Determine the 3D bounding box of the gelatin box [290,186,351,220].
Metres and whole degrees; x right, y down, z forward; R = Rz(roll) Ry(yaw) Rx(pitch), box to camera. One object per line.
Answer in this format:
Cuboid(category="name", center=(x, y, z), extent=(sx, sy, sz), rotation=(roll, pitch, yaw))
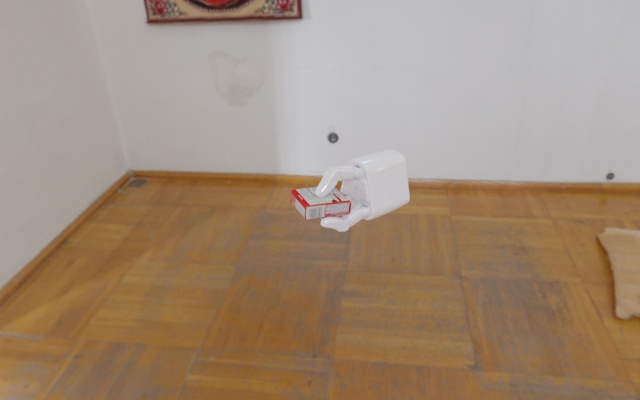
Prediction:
Cuboid(category="gelatin box", center=(0.000, 0.002, 0.859), extent=(0.089, 0.030, 0.073), rotation=(-7, 28, -24))
